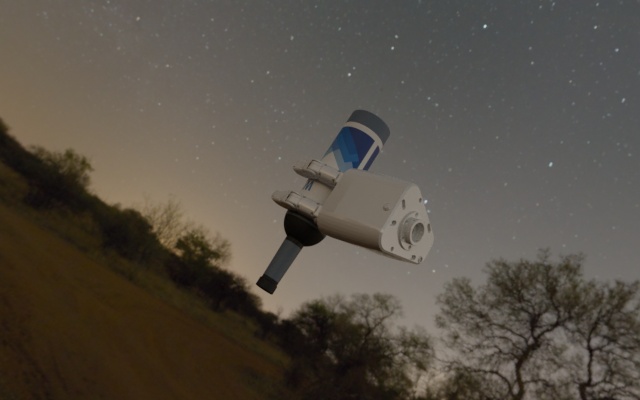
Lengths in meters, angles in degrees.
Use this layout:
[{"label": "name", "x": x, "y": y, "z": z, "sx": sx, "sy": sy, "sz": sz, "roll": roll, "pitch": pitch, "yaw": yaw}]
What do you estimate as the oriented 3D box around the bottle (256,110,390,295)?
[{"label": "bottle", "x": 0.000, "y": 0.002, "z": 0.688, "sx": 0.069, "sy": 0.295, "sz": 0.069, "roll": 30, "pitch": -16, "yaw": 10}]
